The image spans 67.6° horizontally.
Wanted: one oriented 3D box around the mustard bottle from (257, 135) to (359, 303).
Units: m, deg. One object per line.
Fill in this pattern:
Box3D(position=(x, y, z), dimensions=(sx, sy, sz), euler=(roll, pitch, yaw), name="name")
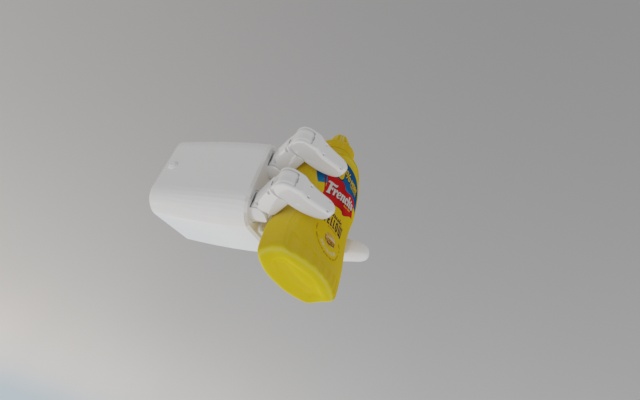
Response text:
Box3D(position=(0.000, 0.002, 0.495), dimensions=(0.058, 0.191, 0.096), euler=(-13, -47, 33), name="mustard bottle")
